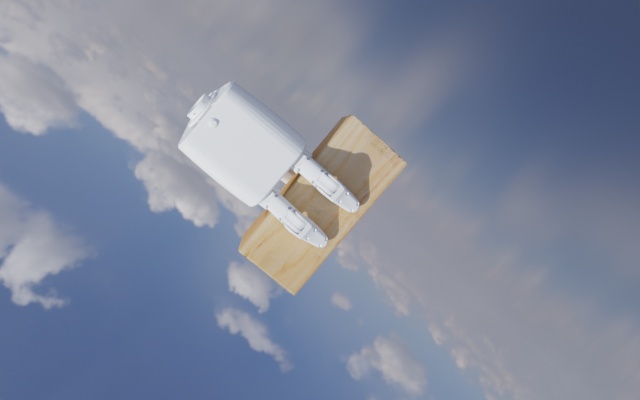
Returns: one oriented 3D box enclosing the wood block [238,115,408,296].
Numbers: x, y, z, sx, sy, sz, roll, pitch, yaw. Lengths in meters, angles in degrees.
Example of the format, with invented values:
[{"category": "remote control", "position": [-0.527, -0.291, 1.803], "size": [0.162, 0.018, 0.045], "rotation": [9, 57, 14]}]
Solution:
[{"category": "wood block", "position": [0.000, 0.002, 0.598], "size": [0.090, 0.206, 0.091], "rotation": [40, 3, -9]}]
